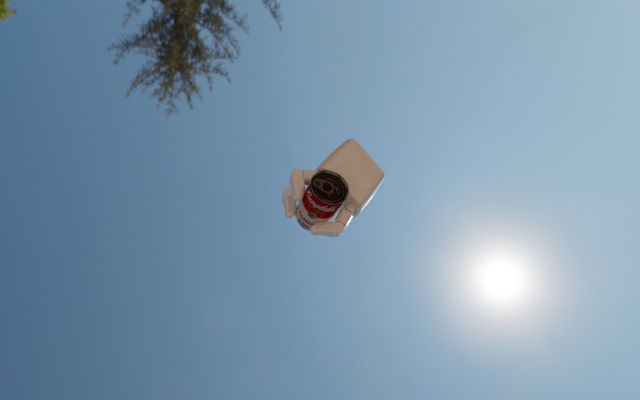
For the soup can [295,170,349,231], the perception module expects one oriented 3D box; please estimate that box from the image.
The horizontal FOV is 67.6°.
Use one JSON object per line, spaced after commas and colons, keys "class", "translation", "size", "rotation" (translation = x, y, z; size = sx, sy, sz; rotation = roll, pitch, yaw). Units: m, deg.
{"class": "soup can", "translation": [0.000, 0.003, 0.837], "size": [0.068, 0.068, 0.102], "rotation": [0, -31, -21]}
